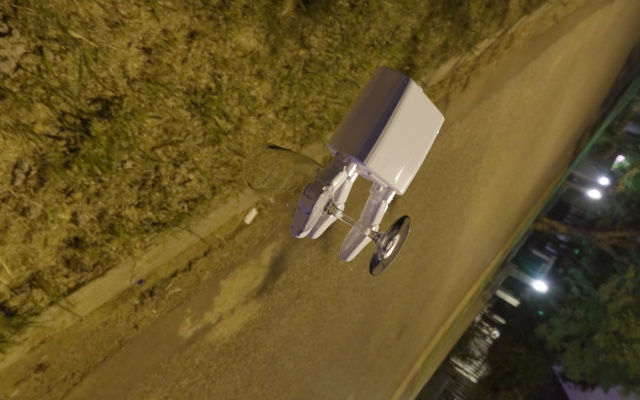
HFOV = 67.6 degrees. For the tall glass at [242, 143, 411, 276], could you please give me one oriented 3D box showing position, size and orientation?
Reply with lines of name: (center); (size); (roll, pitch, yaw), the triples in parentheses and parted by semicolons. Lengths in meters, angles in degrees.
tall glass: (0.001, 0.002, 0.552); (0.201, 0.079, 0.079); (31, 15, 27)
